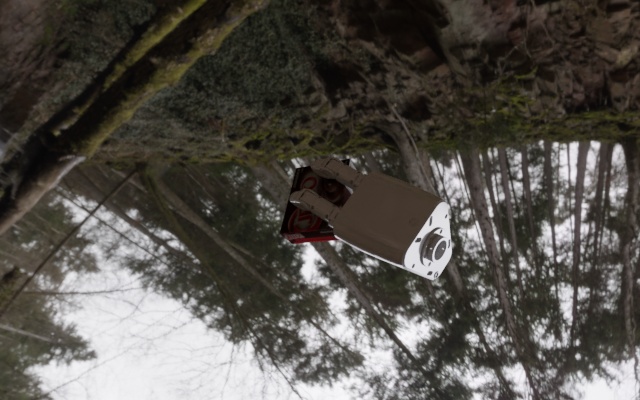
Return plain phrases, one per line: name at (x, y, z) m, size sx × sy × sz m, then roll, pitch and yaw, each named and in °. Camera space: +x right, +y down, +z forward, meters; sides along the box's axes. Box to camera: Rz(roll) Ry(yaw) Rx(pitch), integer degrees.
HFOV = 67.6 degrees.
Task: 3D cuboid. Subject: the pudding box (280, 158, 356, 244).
pudding box at (0.000, 0.002, 0.658) m, size 0.090 × 0.113 × 0.039 m, roll -7°, pitch -37°, yaw 29°
